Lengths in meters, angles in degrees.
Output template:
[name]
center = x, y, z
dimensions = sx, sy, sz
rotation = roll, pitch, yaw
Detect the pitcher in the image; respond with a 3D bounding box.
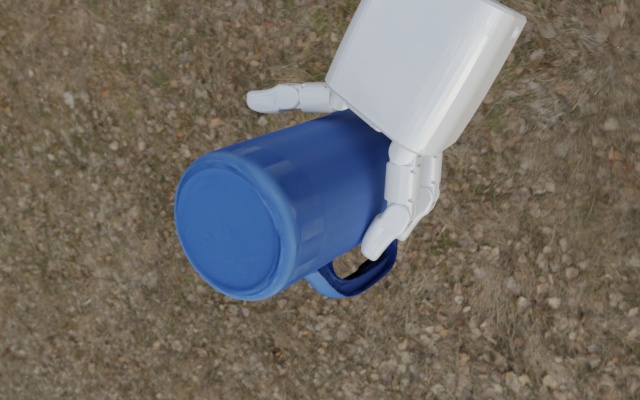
[pitcher]
center = 0.000, 0.001, 0.419
dimensions = 0.149, 0.145, 0.242
rotation = 37, 30, 17
